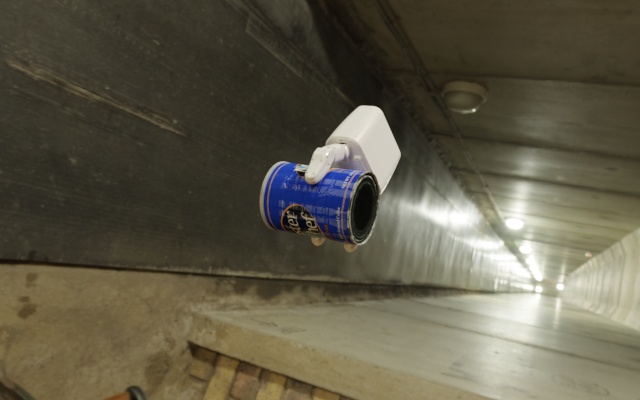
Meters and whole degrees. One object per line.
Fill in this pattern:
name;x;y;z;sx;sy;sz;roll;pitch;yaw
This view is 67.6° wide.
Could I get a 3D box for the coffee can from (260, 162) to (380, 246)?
coffee can;0.000;0.002;0.677;0.140;0.103;0.103;9;4;28
